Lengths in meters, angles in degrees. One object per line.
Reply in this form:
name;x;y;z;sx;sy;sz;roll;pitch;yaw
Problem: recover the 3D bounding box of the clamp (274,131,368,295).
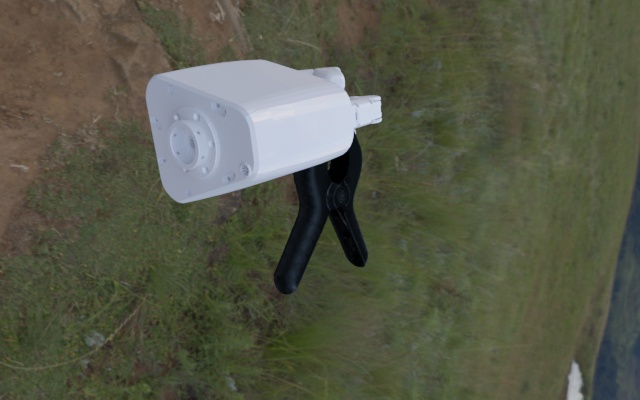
clamp;0.001;0.001;0.436;0.039;0.171;0.120;7;21;36
